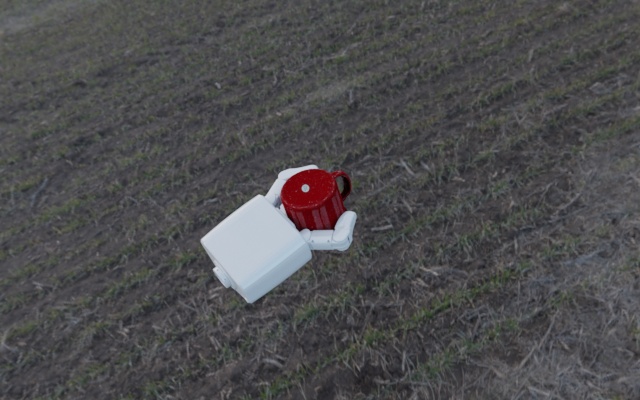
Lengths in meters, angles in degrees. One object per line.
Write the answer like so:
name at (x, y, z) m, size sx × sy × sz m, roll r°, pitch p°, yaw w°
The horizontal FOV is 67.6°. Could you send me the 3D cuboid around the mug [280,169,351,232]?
mug at (0.001, 0.001, 0.687) m, size 0.117 × 0.082 × 0.093 m, roll -39°, pitch 48°, yaw -19°
